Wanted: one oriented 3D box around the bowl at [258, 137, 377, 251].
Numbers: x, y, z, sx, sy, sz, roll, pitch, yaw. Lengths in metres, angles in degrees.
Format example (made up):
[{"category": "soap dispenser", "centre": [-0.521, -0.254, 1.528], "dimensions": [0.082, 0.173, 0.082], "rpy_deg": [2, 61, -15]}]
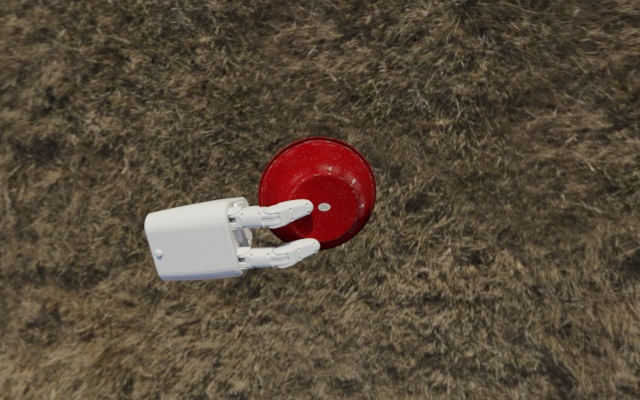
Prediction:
[{"category": "bowl", "centre": [0.001, 0.002, 0.619], "dimensions": [0.162, 0.162, 0.055], "rpy_deg": [0, 19, -8]}]
